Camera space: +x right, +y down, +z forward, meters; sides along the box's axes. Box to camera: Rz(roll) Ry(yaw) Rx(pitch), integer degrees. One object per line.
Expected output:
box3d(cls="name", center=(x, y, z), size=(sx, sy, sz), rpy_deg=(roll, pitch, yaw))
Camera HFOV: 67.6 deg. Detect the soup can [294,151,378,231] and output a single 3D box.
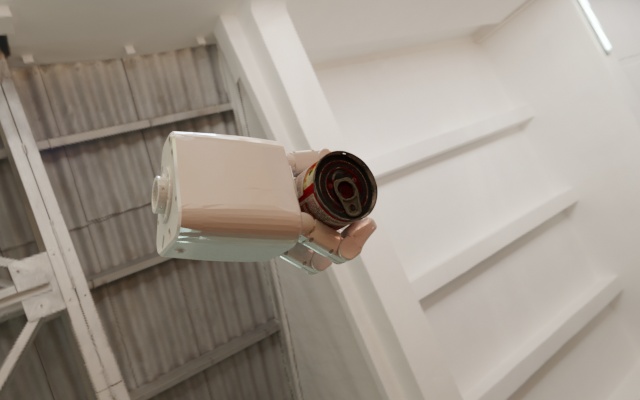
box3d(cls="soup can", center=(0.000, 0.002, 0.475), size=(0.068, 0.068, 0.102), rpy_deg=(0, -18, -30))
